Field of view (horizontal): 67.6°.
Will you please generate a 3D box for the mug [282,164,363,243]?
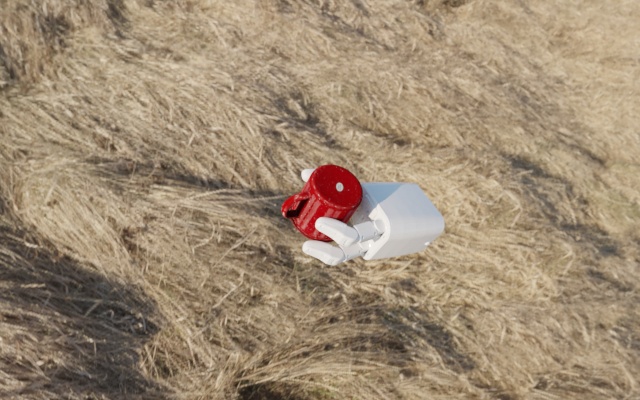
[{"bbox_3d":[-0.001,0.002,0.690,0.117,0.093,0.081,-4,-33,-27],"label":"mug"}]
